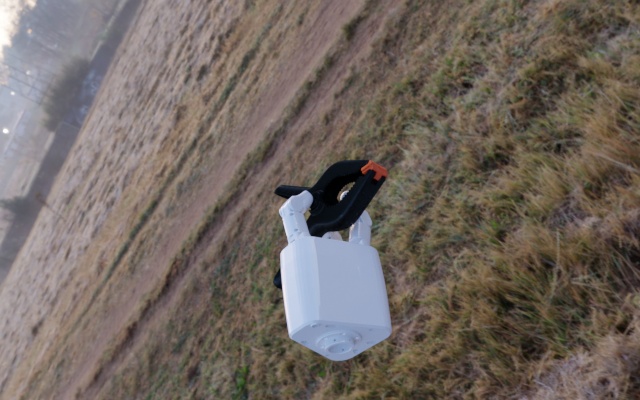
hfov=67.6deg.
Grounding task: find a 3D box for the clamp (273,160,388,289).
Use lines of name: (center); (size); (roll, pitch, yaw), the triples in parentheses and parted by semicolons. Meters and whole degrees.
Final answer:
clamp: (0.000, 0.002, 0.632); (0.036, 0.164, 0.210); (23, -50, -35)
